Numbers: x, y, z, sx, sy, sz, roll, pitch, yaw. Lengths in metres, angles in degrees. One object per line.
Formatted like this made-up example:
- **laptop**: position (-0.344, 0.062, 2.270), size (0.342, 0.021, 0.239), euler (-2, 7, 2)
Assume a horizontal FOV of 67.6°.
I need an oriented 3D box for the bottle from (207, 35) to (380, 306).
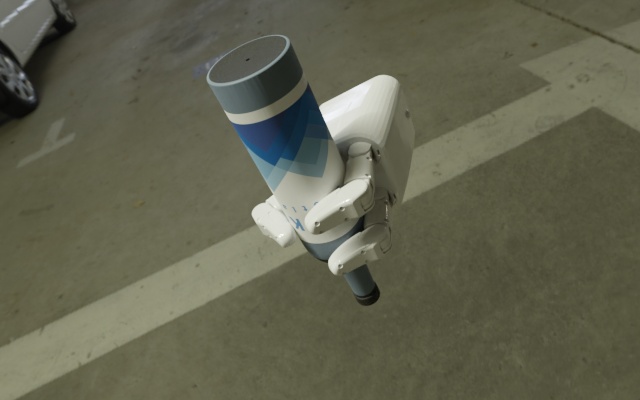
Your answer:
- **bottle**: position (0.000, 0.001, 0.434), size (0.069, 0.296, 0.069), euler (-16, 39, 14)
